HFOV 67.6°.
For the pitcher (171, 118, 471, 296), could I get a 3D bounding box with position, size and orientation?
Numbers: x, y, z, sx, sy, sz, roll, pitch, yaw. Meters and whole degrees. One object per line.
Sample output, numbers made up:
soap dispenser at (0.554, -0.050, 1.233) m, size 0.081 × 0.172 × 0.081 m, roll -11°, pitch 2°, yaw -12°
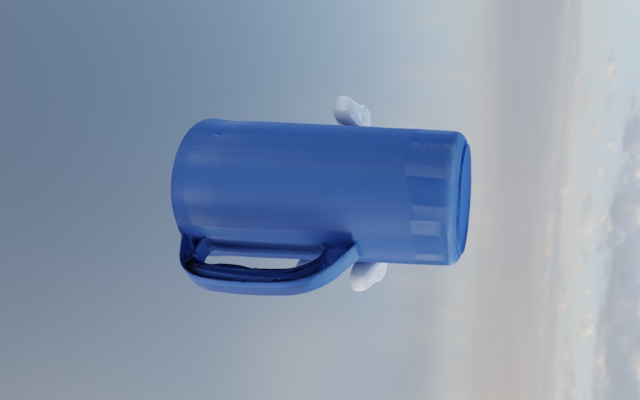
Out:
pitcher at (0.000, 0.001, 0.417) m, size 0.243 × 0.149 × 0.145 m, roll 3°, pitch 4°, yaw 22°
